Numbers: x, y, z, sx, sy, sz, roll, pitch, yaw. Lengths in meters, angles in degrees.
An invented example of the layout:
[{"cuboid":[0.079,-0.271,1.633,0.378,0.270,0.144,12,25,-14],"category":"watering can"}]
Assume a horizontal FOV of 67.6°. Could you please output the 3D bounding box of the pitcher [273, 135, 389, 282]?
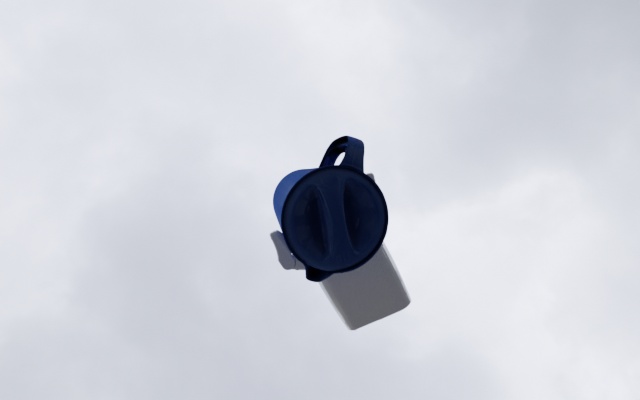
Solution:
[{"cuboid":[0.000,0.002,0.683,0.149,0.145,0.243,-30,11,-7],"category":"pitcher"}]
